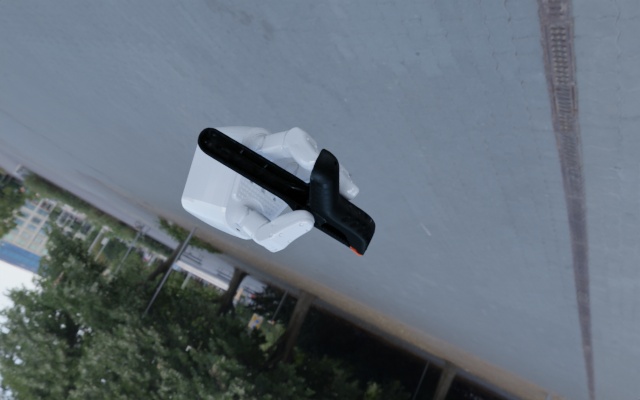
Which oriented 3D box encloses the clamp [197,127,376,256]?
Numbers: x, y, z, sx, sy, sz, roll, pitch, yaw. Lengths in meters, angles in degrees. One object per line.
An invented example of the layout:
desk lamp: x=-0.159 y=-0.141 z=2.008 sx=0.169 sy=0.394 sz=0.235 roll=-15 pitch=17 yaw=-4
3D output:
clamp: x=0.000 y=0.002 z=0.452 sx=0.164 sy=0.036 sz=0.210 roll=14 pitch=-19 yaw=48
